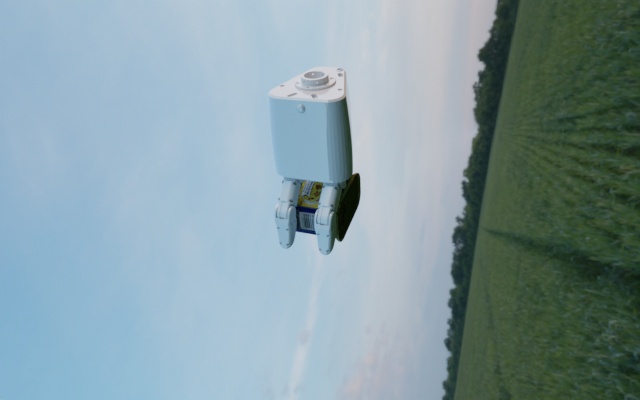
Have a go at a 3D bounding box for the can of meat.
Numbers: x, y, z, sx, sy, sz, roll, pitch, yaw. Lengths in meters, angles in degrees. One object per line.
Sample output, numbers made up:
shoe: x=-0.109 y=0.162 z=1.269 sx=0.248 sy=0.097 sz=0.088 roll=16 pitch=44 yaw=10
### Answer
can of meat: x=0.000 y=0.002 z=0.640 sx=0.084 sy=0.057 sz=0.102 roll=9 pitch=40 yaw=18
